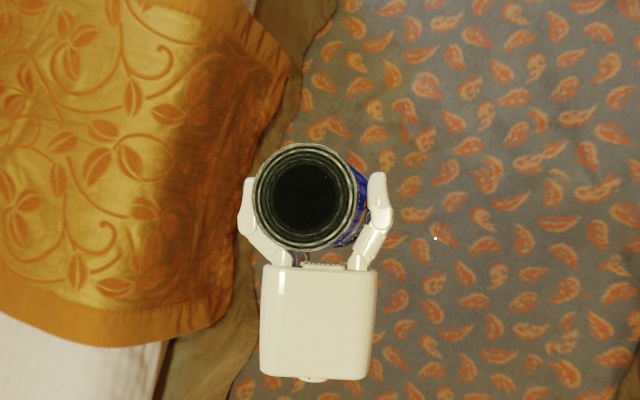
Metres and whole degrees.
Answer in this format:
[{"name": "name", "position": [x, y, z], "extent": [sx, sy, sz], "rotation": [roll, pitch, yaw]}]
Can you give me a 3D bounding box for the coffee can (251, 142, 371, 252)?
[{"name": "coffee can", "position": [0.000, 0.001, 0.507], "extent": [0.103, 0.103, 0.140], "rotation": [0, -4, 14]}]
